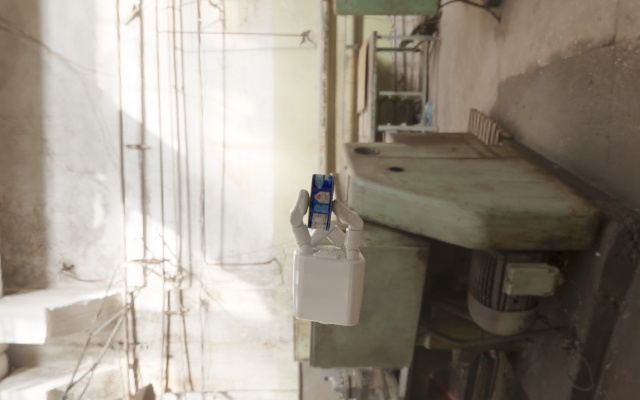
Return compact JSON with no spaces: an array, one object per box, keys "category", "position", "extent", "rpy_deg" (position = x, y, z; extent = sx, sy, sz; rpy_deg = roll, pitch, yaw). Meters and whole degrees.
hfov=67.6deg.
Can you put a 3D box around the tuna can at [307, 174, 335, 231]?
[{"category":"tuna can","position":[0.000,0.002,0.726],"extent":[0.034,0.086,0.086],"rpy_deg":[6,0,-2]}]
